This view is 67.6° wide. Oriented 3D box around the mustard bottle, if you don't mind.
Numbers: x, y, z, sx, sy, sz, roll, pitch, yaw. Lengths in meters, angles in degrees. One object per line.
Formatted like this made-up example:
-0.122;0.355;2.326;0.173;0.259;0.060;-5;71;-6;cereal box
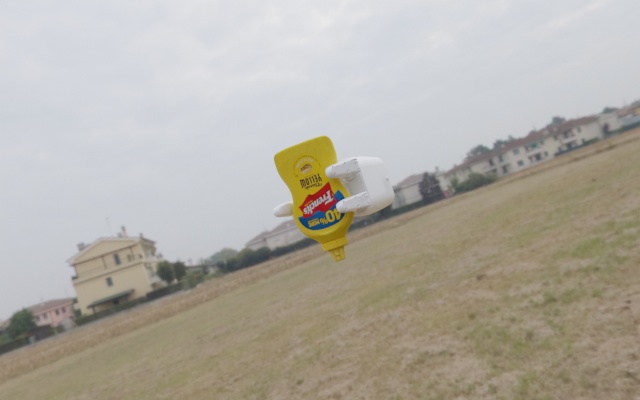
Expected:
0.000;0.002;0.749;0.096;0.191;0.058;-19;-3;8;mustard bottle
